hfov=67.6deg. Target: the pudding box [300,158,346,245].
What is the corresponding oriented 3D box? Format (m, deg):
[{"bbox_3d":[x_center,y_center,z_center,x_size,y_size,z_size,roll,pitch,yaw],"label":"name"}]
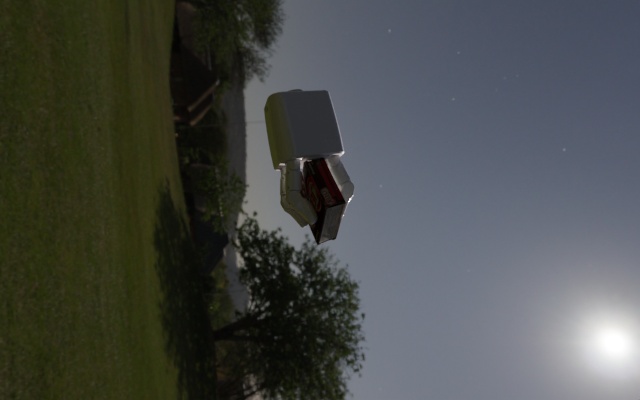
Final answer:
[{"bbox_3d":[0.000,0.002,0.746,0.039,0.090,0.114,-15,-31,-15],"label":"pudding box"}]
